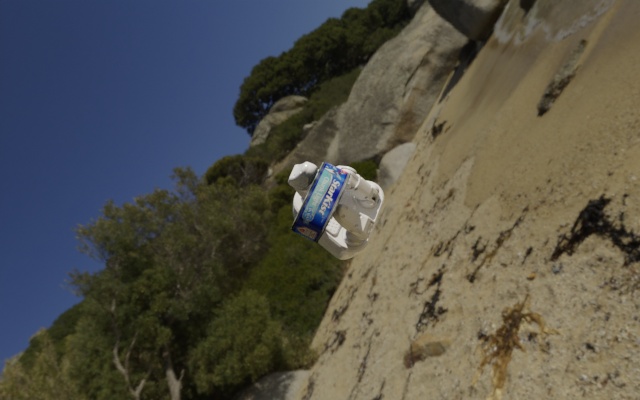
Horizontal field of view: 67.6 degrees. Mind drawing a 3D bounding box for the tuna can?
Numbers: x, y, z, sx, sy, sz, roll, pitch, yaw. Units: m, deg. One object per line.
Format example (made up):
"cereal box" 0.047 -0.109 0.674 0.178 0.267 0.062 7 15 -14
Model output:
"tuna can" 0.000 0.001 0.525 0.034 0.086 0.086 26 0 -1
